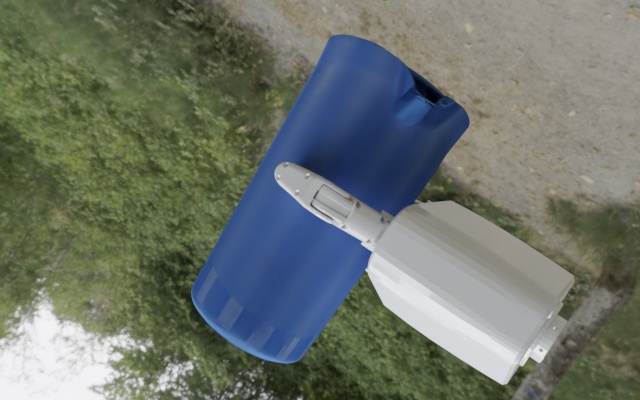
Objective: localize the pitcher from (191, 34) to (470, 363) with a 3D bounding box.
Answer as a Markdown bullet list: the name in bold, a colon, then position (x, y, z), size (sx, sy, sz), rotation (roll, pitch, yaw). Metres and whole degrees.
- **pitcher**: position (0.000, 0.001, 0.401), size (0.145, 0.243, 0.149), rotation (33, 1, 30)
